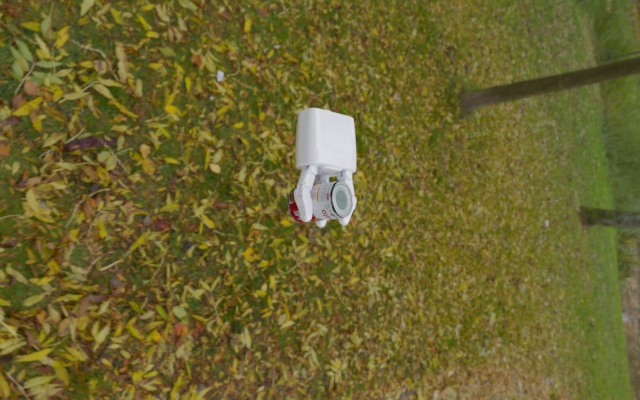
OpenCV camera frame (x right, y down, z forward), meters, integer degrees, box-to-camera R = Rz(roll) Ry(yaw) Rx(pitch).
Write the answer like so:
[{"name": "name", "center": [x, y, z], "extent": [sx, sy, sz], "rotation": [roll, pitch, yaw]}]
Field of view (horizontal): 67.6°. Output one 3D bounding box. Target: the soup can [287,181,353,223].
[{"name": "soup can", "center": [0.000, 0.003, 0.868], "extent": [0.102, 0.068, 0.068], "rotation": [-7, -5, 37]}]
